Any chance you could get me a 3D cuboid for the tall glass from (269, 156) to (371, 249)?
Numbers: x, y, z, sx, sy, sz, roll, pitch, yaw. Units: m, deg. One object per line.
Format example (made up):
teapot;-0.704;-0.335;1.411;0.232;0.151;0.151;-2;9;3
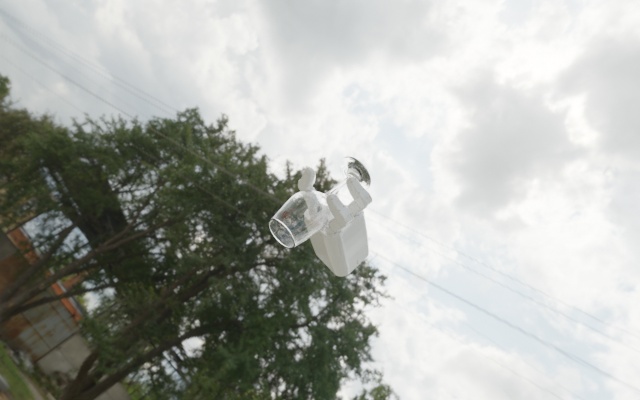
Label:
tall glass;0.001;0.002;0.853;0.201;0.079;0.079;-39;23;-31
